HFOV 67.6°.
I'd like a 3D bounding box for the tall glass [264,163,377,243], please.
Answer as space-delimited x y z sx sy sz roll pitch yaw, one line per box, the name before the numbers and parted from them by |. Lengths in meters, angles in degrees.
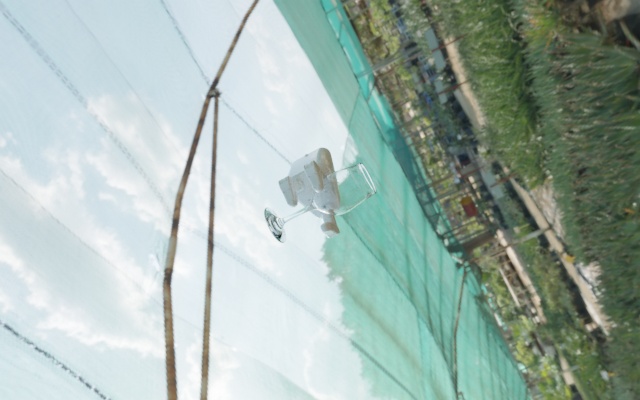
tall glass | 0.000 0.003 0.879 0.201 0.079 0.079 -27 -7 14
